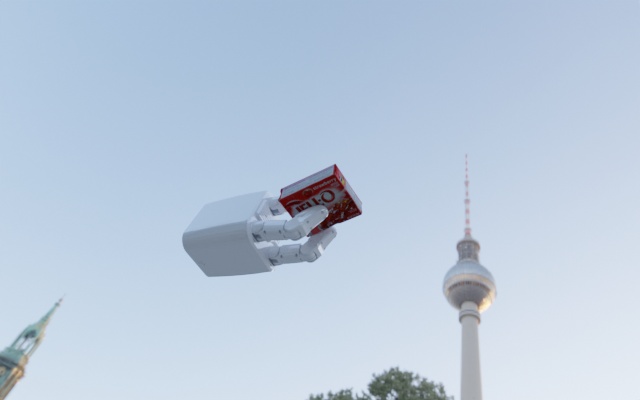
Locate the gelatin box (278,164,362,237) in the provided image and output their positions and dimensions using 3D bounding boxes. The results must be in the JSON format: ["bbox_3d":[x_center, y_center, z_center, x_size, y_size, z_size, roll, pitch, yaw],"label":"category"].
[{"bbox_3d":[0.000,0.002,0.633,0.089,0.073,0.030,-24,31,20],"label":"gelatin box"}]
